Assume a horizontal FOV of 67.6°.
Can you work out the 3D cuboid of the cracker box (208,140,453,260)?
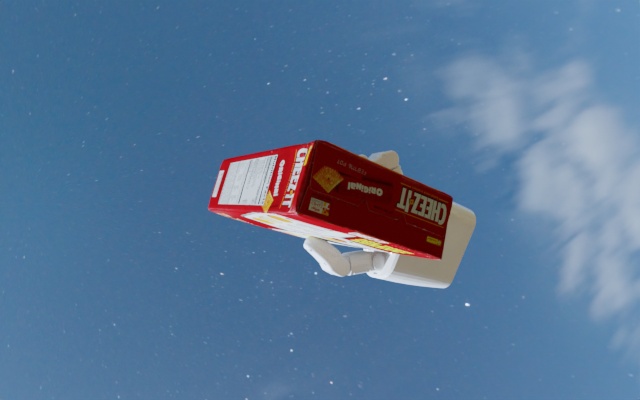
[{"bbox_3d":[0.000,0.002,0.498,0.164,0.072,0.213,19,-10,-30],"label":"cracker box"}]
